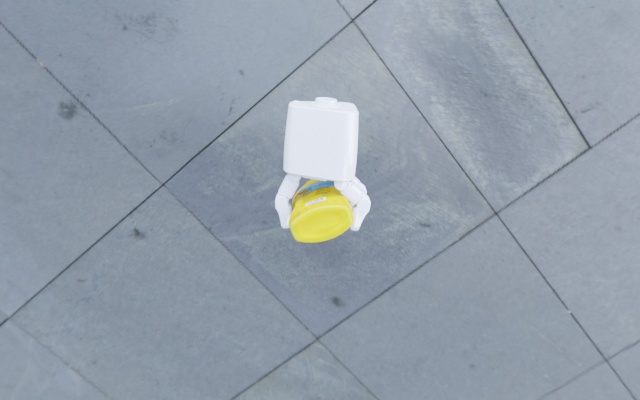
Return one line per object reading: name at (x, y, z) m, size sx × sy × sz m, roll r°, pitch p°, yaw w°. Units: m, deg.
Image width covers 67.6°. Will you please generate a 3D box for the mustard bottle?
mustard bottle at (0.000, 0.003, 0.793) m, size 0.096 × 0.058 × 0.191 m, roll -19°, pitch 19°, yaw 6°
